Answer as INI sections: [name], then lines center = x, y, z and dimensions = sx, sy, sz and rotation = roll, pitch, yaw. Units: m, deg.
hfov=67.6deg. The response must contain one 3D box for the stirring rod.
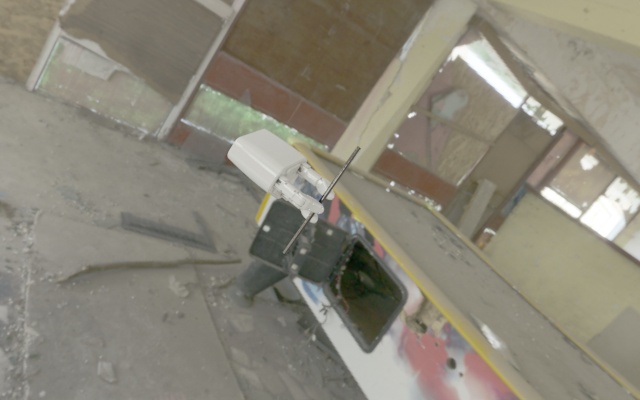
[stirring rod]
center = 0.000, 0.003, 0.859
dimensions = 0.011, 0.239, 0.011
rotation = 33, 15, -10
